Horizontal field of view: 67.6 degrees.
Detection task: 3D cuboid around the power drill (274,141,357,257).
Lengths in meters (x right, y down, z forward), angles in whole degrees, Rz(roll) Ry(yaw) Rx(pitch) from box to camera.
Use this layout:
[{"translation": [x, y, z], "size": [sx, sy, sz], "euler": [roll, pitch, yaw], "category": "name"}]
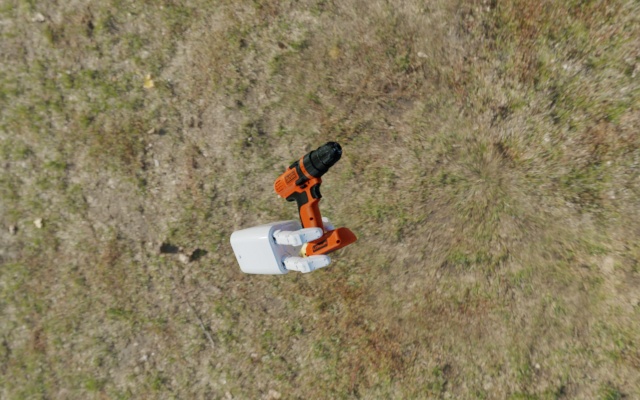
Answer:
[{"translation": [0.000, 0.003, 0.896], "size": [0.057, 0.187, 0.184], "euler": [-8, -18, -43], "category": "power drill"}]
